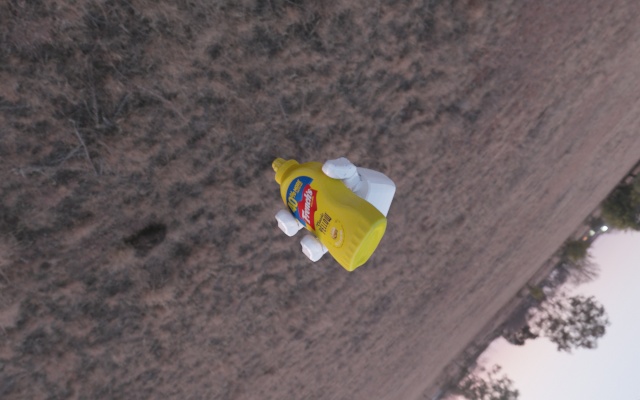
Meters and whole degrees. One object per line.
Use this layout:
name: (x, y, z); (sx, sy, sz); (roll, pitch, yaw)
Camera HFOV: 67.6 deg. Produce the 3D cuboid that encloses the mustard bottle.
mustard bottle: (0.000, 0.002, 0.664); (0.058, 0.096, 0.191); (-25, 58, -40)
